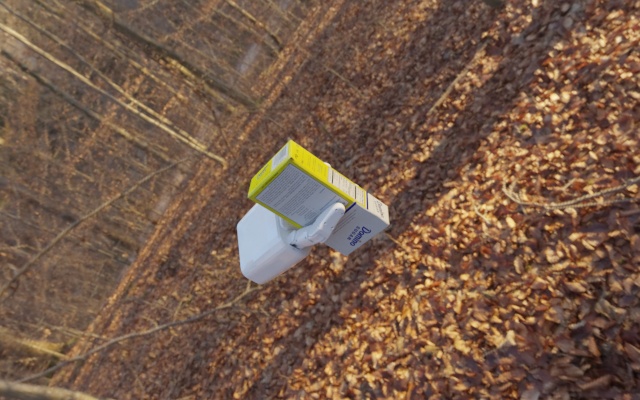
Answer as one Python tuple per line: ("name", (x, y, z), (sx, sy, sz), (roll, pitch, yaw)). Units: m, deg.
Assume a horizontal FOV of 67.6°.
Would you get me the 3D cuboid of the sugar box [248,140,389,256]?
("sugar box", (0.000, 0.002, 0.655), (0.176, 0.048, 0.093), (32, -53, -26))
